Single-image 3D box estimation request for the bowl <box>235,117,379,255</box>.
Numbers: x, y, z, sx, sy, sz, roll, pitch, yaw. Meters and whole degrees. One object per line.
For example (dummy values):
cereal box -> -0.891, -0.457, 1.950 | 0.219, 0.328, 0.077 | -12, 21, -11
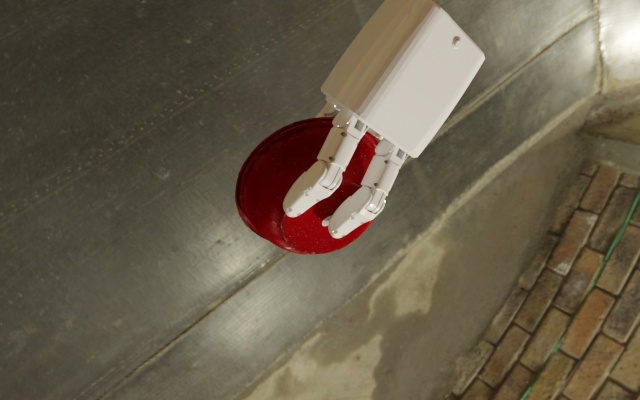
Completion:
bowl -> 0.000, 0.003, 0.472 | 0.162, 0.162, 0.055 | 0, 38, -21
